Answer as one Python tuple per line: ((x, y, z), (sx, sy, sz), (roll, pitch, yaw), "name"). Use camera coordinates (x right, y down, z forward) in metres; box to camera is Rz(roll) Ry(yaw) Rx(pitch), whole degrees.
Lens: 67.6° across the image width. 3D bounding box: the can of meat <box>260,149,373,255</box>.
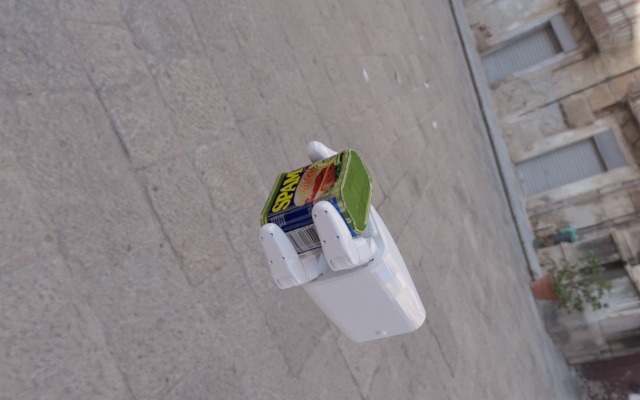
((0.000, 0.001, 0.460), (0.084, 0.057, 0.102), (-19, 29, 24), "can of meat")
